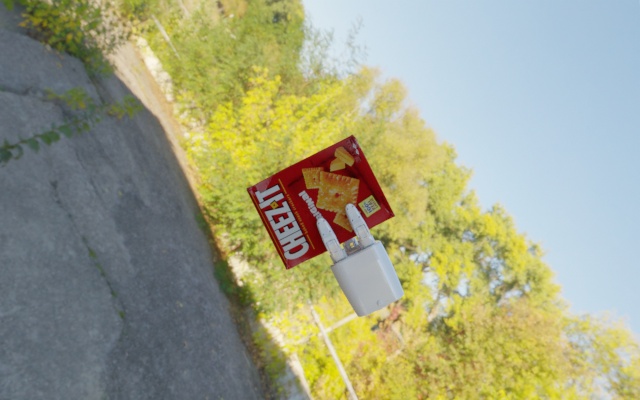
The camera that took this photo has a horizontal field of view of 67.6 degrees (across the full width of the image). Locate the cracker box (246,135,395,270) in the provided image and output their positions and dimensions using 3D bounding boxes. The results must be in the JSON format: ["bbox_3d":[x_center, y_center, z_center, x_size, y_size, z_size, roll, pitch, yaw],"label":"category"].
[{"bbox_3d":[0.000,0.003,0.852,0.214,0.164,0.072,-27,0,1],"label":"cracker box"}]
